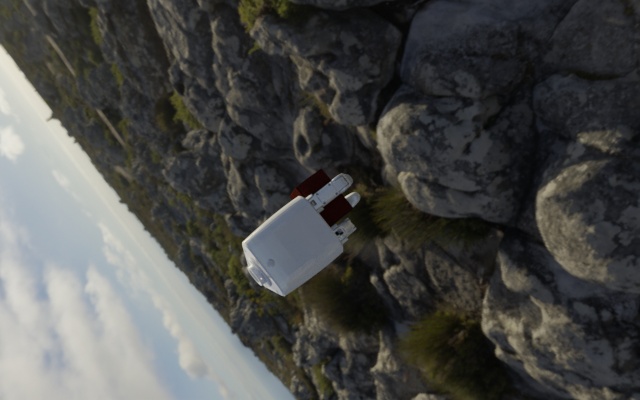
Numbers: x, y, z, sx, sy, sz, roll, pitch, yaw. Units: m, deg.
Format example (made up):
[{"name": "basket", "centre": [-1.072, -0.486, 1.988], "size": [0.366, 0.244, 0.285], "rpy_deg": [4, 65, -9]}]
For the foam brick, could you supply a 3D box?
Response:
[{"name": "foam brick", "centre": [0.000, 0.002, 0.707], "size": [0.051, 0.078, 0.053], "rpy_deg": [-38, -3, -19]}]
